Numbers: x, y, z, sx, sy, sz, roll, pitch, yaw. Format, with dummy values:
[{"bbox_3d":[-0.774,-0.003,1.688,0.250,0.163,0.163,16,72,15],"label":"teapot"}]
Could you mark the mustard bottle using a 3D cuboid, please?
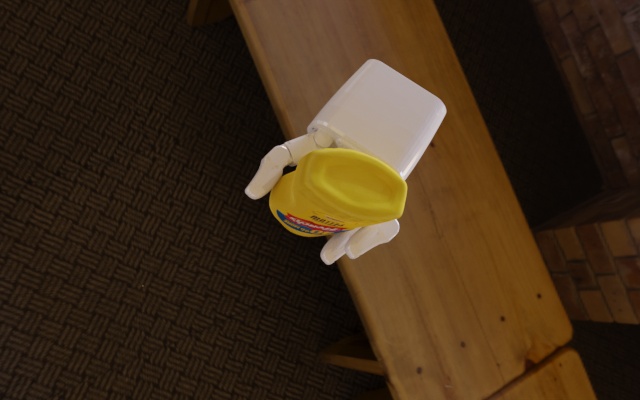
[{"bbox_3d":[0.000,0.002,0.482,0.096,0.058,0.191,16,-14,-17],"label":"mustard bottle"}]
